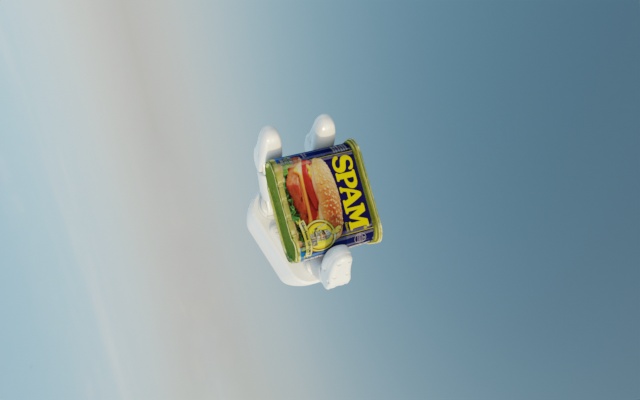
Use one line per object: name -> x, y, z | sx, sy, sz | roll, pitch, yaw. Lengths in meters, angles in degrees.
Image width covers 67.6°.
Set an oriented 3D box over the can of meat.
can of meat -> 0.000, 0.002, 0.446 | 0.084, 0.102, 0.057 | -14, -3, -16
